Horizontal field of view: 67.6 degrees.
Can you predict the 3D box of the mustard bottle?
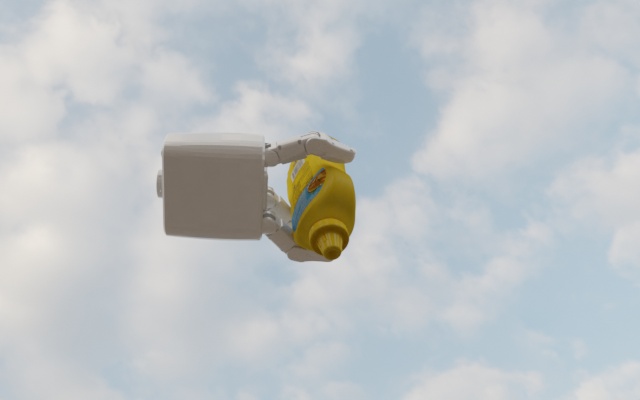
[{"bbox_3d":[0.000,0.002,0.546,0.058,0.096,0.191,24,25,-20],"label":"mustard bottle"}]
